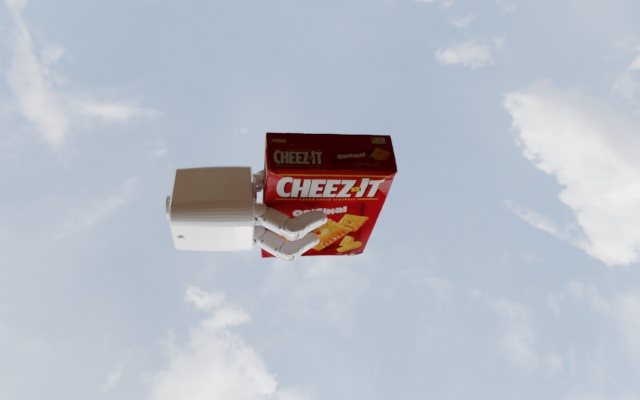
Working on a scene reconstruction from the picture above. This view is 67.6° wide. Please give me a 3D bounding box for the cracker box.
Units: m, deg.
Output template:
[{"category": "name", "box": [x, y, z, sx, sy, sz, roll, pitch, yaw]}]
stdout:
[{"category": "cracker box", "box": [0.000, 0.002, 0.673, 0.164, 0.072, 0.214, 0, -35, -10]}]
